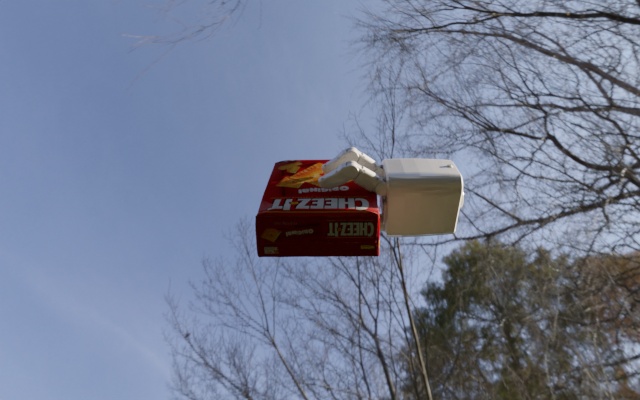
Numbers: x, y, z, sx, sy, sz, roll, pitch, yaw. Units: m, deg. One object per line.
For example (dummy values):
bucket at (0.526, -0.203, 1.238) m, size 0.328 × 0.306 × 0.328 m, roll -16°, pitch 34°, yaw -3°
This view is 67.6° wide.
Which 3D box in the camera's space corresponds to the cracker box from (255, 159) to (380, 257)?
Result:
cracker box at (0.000, 0.002, 0.716) m, size 0.164 × 0.072 × 0.213 m, roll -1°, pitch 24°, yaw 3°
